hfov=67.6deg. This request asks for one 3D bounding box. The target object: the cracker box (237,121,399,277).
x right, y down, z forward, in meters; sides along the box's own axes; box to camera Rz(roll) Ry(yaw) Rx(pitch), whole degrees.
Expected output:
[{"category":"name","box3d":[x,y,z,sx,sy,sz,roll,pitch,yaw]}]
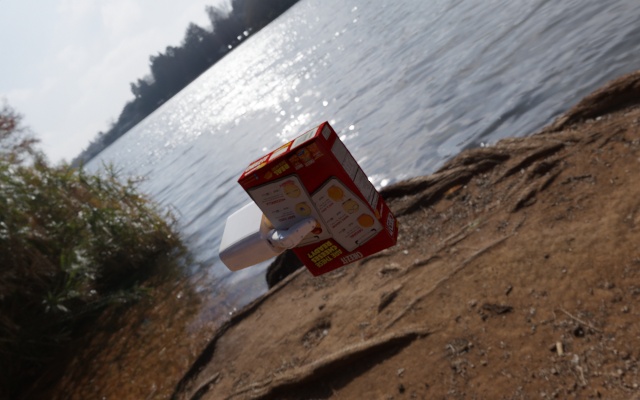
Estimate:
[{"category":"cracker box","box3d":[0.000,0.002,0.759,0.164,0.214,0.072,-26,22,29]}]
